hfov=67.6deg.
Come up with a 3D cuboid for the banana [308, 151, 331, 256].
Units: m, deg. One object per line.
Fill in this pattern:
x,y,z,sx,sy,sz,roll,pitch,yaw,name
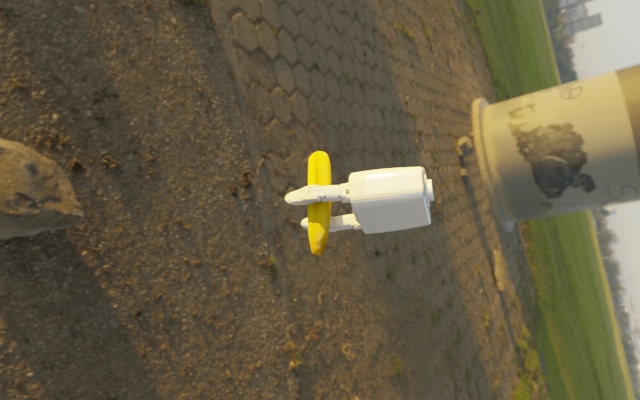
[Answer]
-0.001,-0.012,0.751,0.037,0.197,0.070,-2,-38,2,banana
